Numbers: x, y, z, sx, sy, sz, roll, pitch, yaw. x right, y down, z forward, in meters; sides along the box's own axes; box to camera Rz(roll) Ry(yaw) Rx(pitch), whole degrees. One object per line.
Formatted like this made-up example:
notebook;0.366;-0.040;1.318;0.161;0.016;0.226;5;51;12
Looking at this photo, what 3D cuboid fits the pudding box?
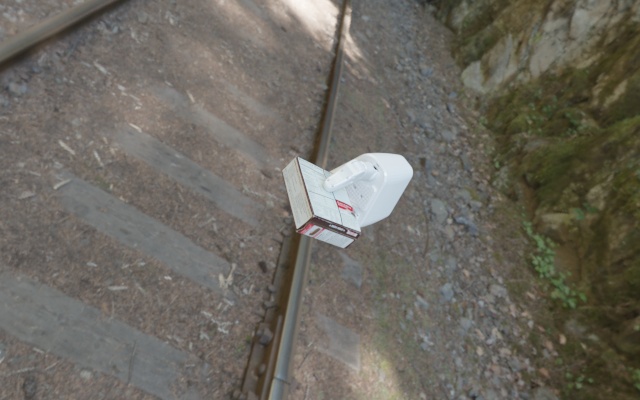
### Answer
pudding box;0.000;0.002;0.645;0.090;0.113;0.039;22;-54;-37
